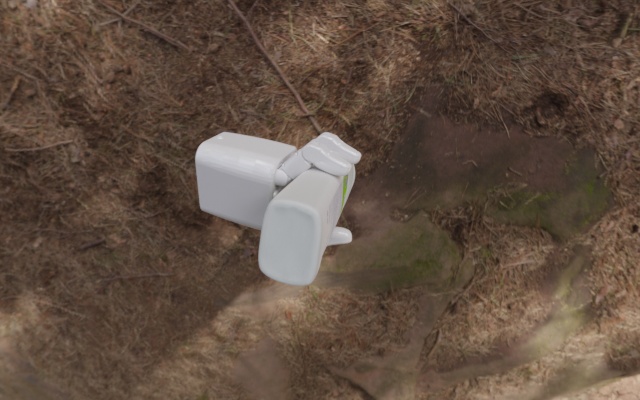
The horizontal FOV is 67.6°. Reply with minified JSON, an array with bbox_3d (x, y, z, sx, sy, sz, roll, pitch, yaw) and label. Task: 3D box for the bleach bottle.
[{"bbox_3d":[0.000,0.002,0.606,0.068,0.103,0.250,14,23,11],"label":"bleach bottle"}]
